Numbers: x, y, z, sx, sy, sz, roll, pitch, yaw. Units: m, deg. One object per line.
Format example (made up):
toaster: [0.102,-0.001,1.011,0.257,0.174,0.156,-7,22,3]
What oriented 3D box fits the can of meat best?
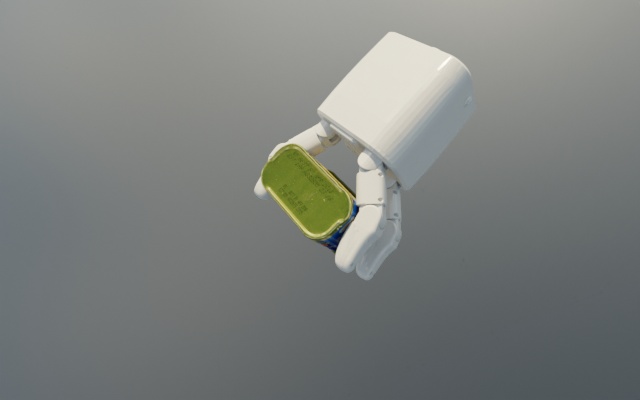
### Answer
can of meat: [0.000,0.001,0.449,0.102,0.057,0.084,46,4,26]
